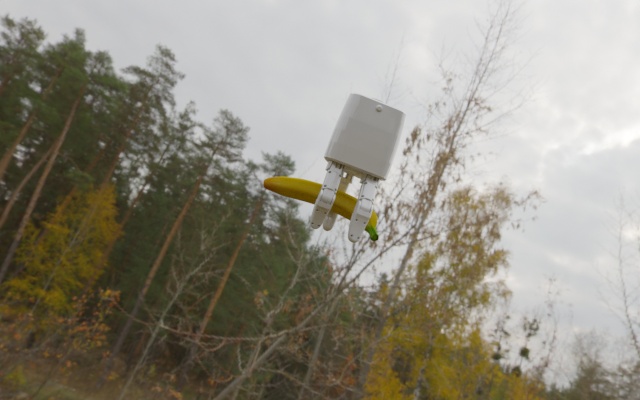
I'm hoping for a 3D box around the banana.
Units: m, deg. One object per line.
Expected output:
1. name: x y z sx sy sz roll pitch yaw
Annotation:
1. banana: 0.009 0.000 0.738 0.198 0.037 0.069 24 18 14
